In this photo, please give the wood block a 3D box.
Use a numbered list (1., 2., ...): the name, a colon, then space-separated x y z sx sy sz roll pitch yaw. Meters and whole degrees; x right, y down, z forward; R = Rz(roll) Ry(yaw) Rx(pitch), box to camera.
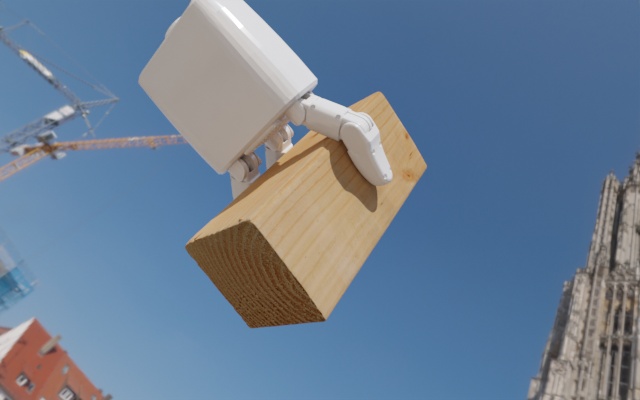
1. wood block: 0.000 0.001 0.408 0.091 0.090 0.206 -20 21 44
